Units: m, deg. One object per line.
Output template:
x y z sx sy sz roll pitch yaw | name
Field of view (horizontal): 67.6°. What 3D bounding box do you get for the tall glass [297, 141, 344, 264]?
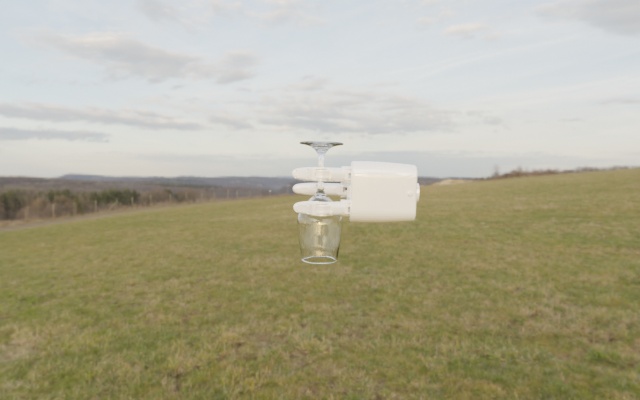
0.000 0.002 0.807 0.079 0.201 0.079 1 3 0 | tall glass
